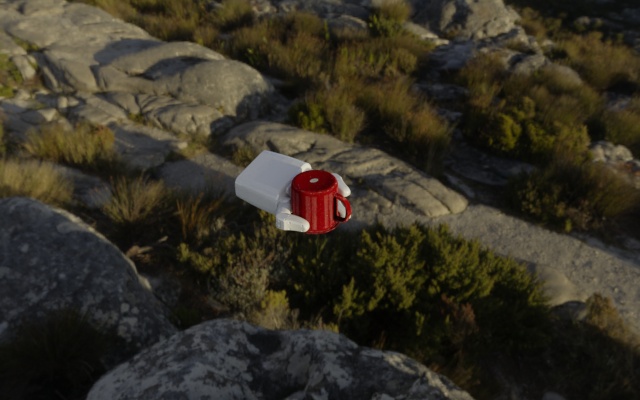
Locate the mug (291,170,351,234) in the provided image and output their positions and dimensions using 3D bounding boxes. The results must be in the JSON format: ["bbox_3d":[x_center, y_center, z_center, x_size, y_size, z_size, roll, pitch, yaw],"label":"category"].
[{"bbox_3d":[0.001,0.003,0.836,0.117,0.082,0.093,20,40,27],"label":"mug"}]
